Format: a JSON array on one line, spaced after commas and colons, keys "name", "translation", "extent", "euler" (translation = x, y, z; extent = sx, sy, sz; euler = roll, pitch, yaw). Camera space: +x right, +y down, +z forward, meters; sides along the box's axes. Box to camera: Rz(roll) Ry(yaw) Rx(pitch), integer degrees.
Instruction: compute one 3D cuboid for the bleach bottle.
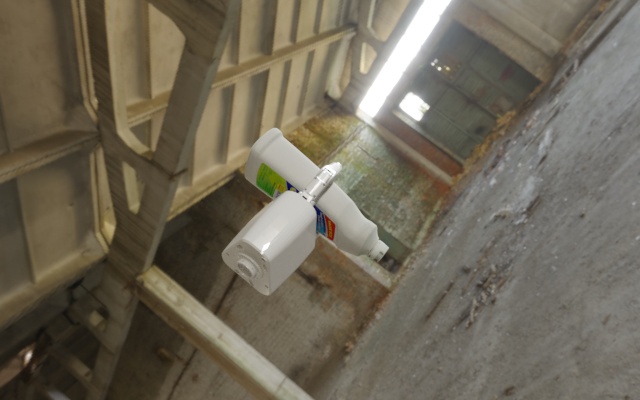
[{"name": "bleach bottle", "translation": [0.000, 0.002, 0.736], "extent": [0.068, 0.251, 0.103], "euler": [-47, -8, -34]}]
